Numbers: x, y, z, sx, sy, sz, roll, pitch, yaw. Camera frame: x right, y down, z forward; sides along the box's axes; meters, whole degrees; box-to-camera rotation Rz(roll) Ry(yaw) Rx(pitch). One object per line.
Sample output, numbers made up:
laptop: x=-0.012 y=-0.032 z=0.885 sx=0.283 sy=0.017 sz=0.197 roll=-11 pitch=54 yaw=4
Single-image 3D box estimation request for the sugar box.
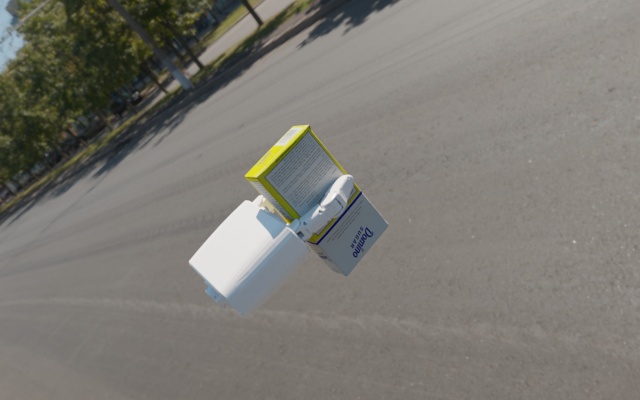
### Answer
sugar box: x=0.000 y=0.002 z=0.594 sx=0.176 sy=0.093 sz=0.048 roll=51 pitch=-19 yaw=-25
